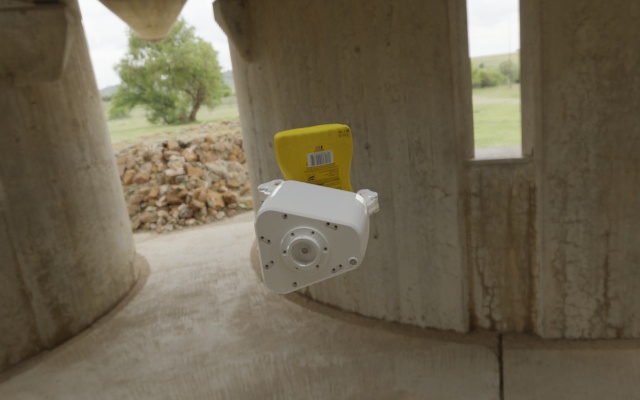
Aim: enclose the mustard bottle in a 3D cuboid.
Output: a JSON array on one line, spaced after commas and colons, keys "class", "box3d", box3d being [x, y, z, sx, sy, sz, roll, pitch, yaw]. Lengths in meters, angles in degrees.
[{"class": "mustard bottle", "box3d": [0.000, 0.002, 0.618, 0.096, 0.192, 0.058, -11, 14, -15]}]
